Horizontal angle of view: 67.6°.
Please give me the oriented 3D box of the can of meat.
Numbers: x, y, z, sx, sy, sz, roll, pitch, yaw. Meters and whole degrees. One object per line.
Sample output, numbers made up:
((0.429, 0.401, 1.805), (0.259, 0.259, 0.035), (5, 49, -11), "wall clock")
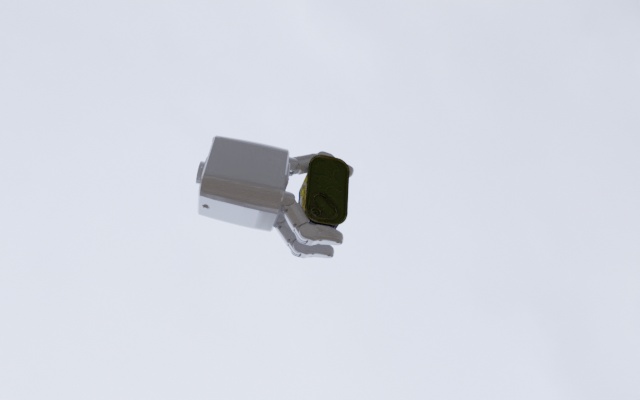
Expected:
((0.000, 0.002, 0.666), (0.057, 0.102, 0.084), (10, -28, -11), "can of meat")
